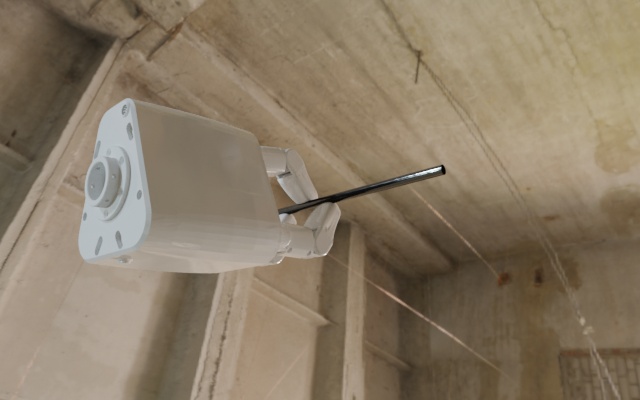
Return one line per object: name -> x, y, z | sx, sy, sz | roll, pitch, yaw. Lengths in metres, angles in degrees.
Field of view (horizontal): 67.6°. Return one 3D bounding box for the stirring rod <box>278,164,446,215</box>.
stirring rod -> 0.000, 0.001, 0.429 | 0.239, 0.011, 0.011 | -15, -9, 38
